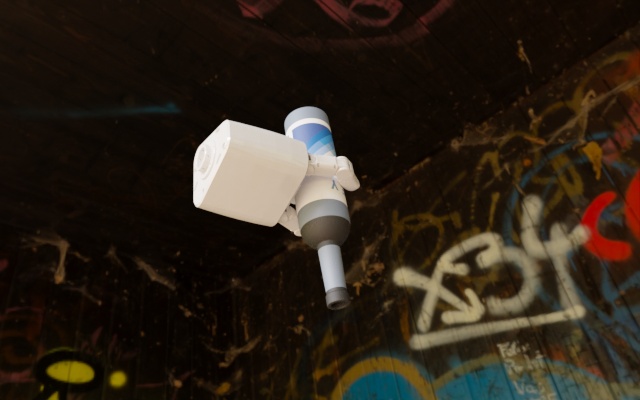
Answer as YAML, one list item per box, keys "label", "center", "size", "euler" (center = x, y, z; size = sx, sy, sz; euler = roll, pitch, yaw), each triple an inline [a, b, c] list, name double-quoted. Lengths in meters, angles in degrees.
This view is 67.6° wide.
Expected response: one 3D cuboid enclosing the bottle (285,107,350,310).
- label: "bottle"
  center: [0.000, 0.002, 0.634]
  size: [0.069, 0.295, 0.069]
  euler: [-7, -35, -5]
